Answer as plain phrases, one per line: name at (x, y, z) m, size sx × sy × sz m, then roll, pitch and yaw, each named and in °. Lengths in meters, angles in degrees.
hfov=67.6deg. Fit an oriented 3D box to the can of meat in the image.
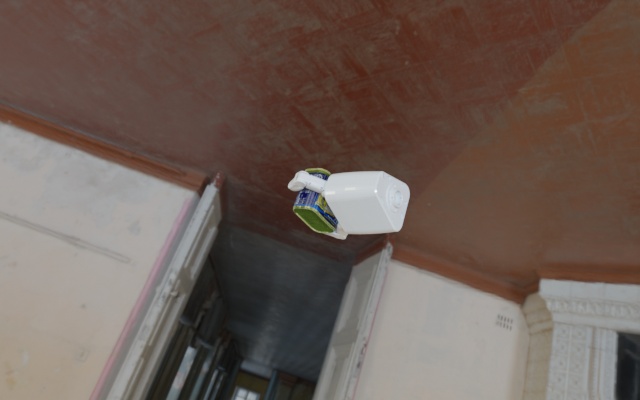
can of meat at (0.000, 0.003, 0.890) m, size 0.057 × 0.084 × 0.102 m, roll -1°, pitch -31°, yaw 35°
